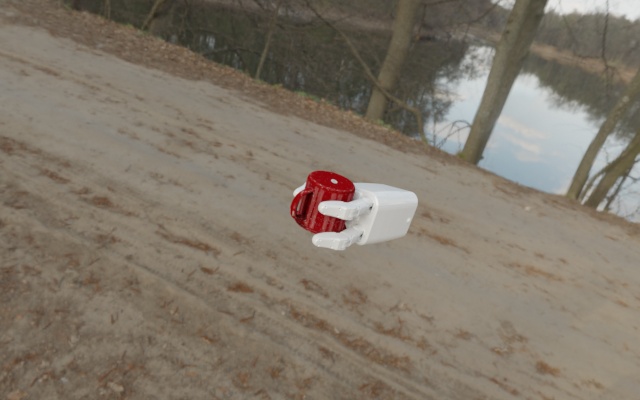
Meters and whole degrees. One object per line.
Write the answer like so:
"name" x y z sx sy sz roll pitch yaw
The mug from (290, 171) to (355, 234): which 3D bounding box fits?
"mug" -0.001 0.002 0.787 0.117 0.081 0.093 -4 30 -38
